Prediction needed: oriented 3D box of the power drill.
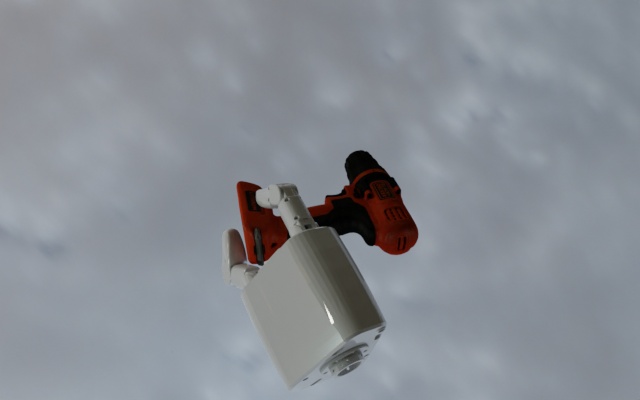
[{"bbox_3d":[0.000,0.002,0.555,0.187,0.057,0.184,-9,34,-8],"label":"power drill"}]
